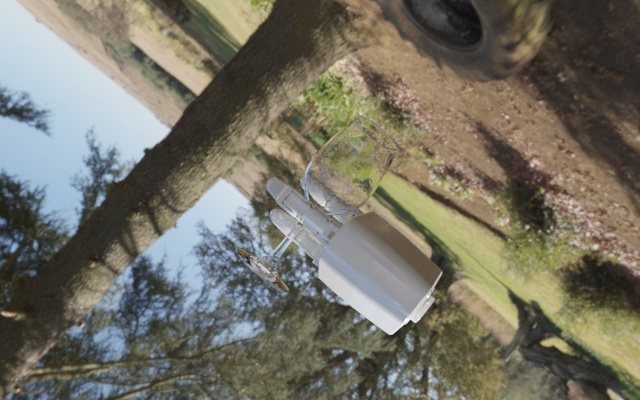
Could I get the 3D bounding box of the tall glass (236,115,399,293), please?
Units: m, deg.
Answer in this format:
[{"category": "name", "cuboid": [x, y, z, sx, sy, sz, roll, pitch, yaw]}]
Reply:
[{"category": "tall glass", "cuboid": [0.000, 0.002, 0.528, 0.079, 0.201, 0.079, 40, -1, 1]}]
